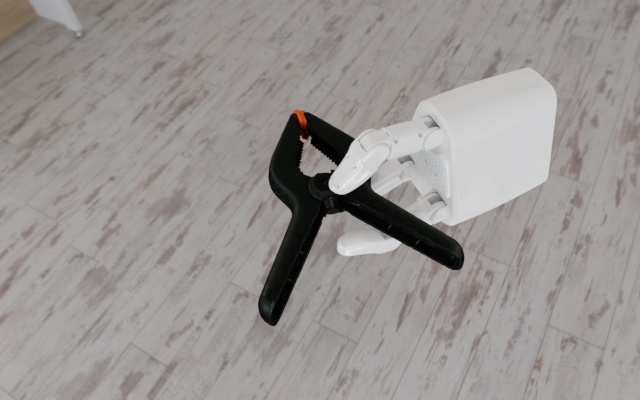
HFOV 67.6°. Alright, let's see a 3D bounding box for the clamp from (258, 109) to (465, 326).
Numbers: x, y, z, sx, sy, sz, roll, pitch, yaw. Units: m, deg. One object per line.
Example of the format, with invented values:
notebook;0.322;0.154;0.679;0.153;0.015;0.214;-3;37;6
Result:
clamp;0.000;0.000;0.414;0.164;0.210;0.036;-20;-35;-12
